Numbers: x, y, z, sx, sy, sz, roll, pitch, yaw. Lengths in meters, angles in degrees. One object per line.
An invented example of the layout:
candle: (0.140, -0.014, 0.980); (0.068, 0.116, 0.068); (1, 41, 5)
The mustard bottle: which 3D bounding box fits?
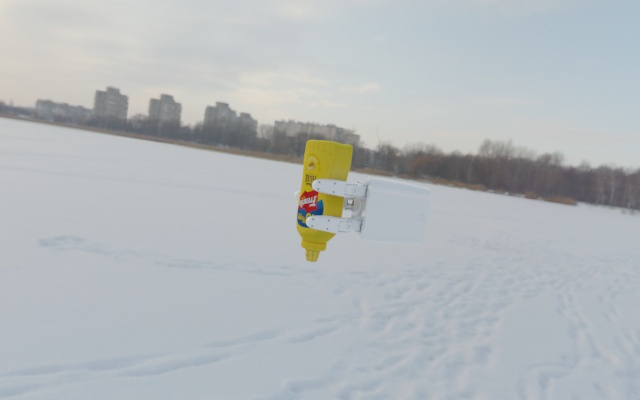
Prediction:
mustard bottle: (0.000, 0.002, 0.758); (0.058, 0.191, 0.096); (5, 5, -33)
